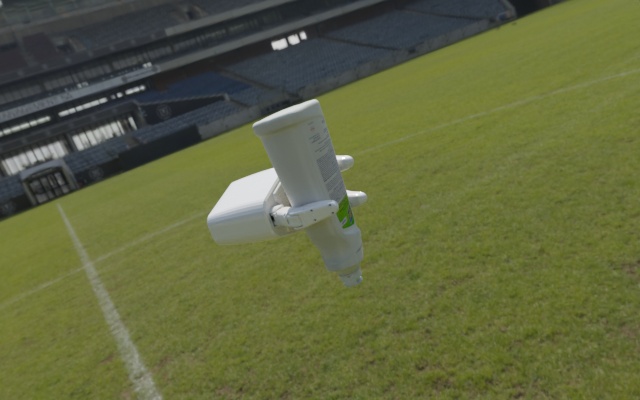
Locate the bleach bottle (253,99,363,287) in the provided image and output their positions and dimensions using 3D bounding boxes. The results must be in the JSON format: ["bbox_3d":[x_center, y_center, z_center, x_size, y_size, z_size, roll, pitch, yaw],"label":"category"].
[{"bbox_3d":[0.000,0.002,0.623,0.068,0.251,0.102,-12,16,28],"label":"bleach bottle"}]
